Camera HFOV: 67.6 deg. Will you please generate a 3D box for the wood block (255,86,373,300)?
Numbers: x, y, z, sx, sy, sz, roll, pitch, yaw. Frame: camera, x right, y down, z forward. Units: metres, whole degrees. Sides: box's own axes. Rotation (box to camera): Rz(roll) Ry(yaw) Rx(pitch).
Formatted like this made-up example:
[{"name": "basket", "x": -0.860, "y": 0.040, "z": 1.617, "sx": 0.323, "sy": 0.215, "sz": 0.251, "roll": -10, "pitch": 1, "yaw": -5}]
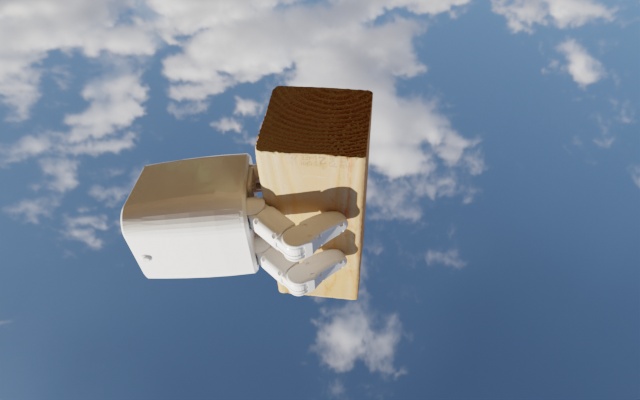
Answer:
[{"name": "wood block", "x": 0.000, "y": 0.001, "z": 0.468, "sx": 0.090, "sy": 0.090, "sz": 0.206, "roll": 4, "pitch": -42, "yaw": 6}]
